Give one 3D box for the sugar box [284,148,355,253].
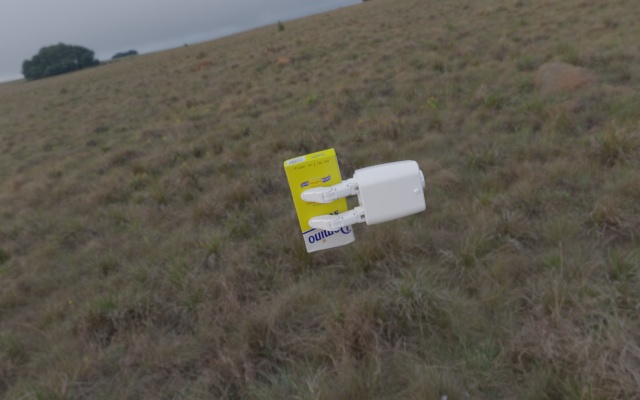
[{"bbox_3d":[0.000,0.003,0.865,0.093,0.176,0.048,-14,21,3],"label":"sugar box"}]
